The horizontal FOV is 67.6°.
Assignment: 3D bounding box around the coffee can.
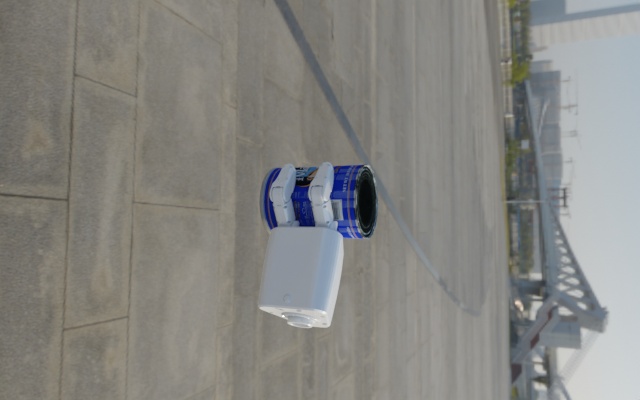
[{"bbox_3d":[0.000,0.002,0.673,0.140,0.103,0.103,-1,0,22],"label":"coffee can"}]
